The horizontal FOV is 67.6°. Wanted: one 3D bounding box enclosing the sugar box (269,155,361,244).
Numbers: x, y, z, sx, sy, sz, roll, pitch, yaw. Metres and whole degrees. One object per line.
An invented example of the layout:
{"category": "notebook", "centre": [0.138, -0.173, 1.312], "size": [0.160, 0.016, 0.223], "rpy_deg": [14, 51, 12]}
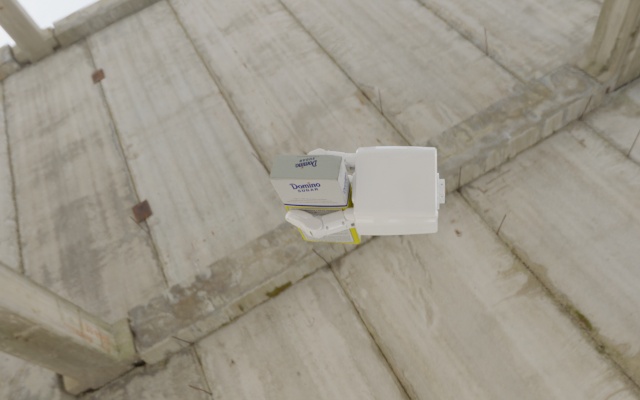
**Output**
{"category": "sugar box", "centre": [0.000, 0.002, 0.671], "size": [0.093, 0.048, 0.176], "rpy_deg": [2, -33, 15]}
